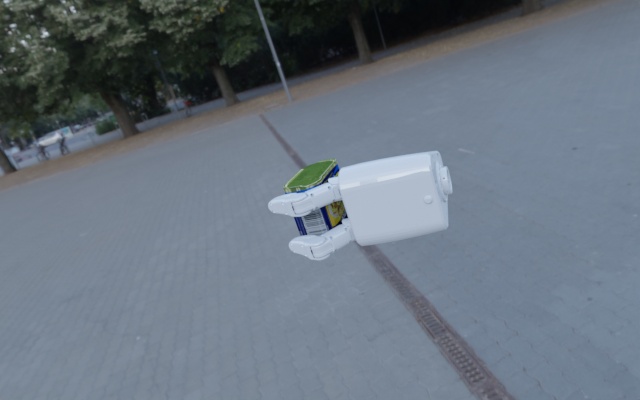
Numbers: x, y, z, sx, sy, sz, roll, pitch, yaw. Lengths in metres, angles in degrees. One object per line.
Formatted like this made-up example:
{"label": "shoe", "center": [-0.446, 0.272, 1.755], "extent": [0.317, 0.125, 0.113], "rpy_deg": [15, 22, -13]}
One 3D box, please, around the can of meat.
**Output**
{"label": "can of meat", "center": [0.000, 0.002, 0.616], "extent": [0.057, 0.084, 0.102], "rpy_deg": [-10, 20, 23]}
